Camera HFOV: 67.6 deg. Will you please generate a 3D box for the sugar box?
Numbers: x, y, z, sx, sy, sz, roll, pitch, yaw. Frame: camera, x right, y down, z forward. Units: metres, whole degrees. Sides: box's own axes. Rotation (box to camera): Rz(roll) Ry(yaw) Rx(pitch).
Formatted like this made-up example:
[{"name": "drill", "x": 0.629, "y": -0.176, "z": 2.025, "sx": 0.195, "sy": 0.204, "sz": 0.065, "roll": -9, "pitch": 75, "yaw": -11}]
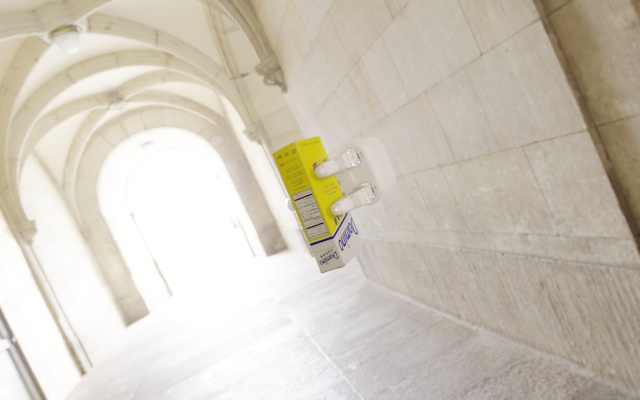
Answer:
[{"name": "sugar box", "x": 0.001, "y": 0.002, "z": 0.664, "sx": 0.048, "sy": 0.176, "sz": 0.093, "roll": -23, "pitch": 3, "yaw": 25}]
